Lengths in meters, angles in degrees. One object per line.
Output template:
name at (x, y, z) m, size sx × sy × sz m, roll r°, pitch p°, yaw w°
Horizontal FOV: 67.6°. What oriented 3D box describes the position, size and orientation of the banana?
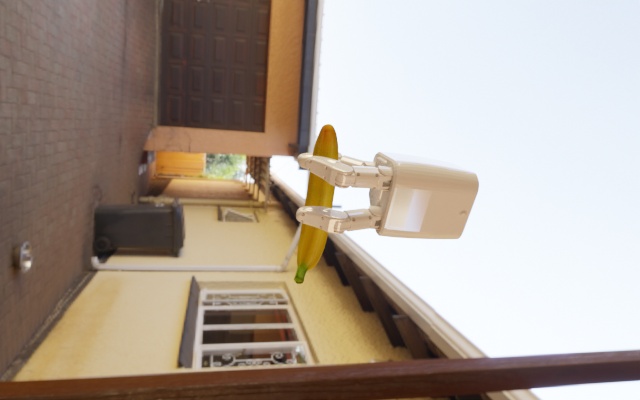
banana at (-0.001, 0.003, 0.606) m, size 0.037 × 0.198 × 0.069 m, roll 9°, pitch 5°, yaw -4°
